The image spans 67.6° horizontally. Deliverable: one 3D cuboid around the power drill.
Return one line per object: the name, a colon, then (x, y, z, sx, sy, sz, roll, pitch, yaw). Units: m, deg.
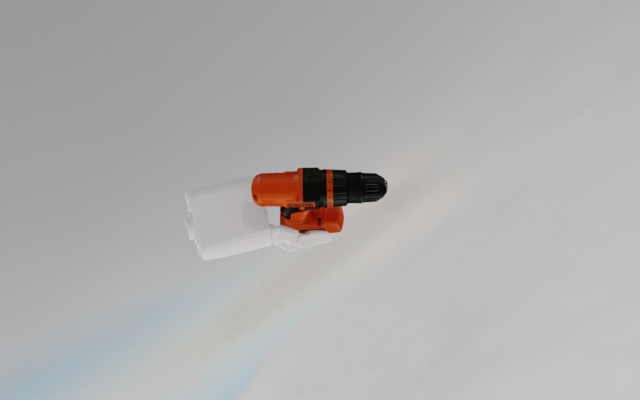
power drill: (0.000, 0.003, 0.714, 0.184, 0.057, 0.188, 0, -18, 1)
